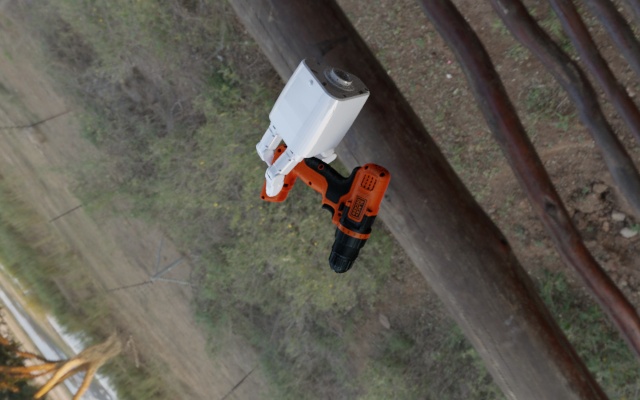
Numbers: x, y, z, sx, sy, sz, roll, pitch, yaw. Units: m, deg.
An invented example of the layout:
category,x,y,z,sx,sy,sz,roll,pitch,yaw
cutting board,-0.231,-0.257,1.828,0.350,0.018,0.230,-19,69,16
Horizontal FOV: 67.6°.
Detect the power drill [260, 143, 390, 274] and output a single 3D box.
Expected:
category,x,y,z,sx,sy,sz,roll,pitch,yaw
power drill,0.000,0.002,0.759,0.187,0.184,0.057,26,16,17
